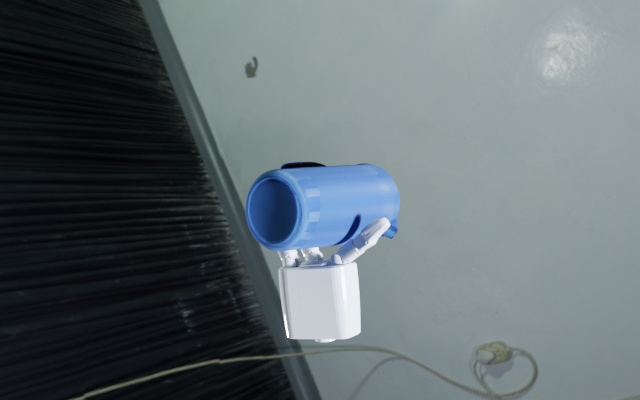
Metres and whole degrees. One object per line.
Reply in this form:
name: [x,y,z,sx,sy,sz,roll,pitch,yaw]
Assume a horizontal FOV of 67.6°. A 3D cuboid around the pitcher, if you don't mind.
pitcher: [0.000,0.003,0.718,0.149,0.145,0.243,-7,-2,36]
